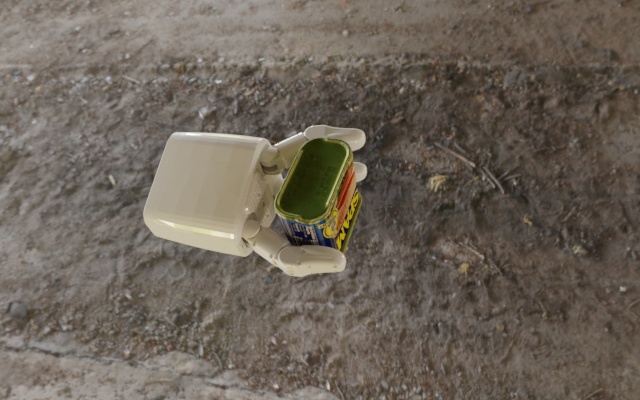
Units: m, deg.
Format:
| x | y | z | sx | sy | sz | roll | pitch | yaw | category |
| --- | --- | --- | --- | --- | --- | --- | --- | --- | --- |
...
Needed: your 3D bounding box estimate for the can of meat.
| x | y | z | sx | sy | sz | roll | pitch | yaw | category |
| --- | --- | --- | --- | --- | --- | --- | --- | --- | --- |
| 0.000 | 0.001 | 0.464 | 0.057 | 0.102 | 0.084 | 11 | -33 | 18 | can of meat |
